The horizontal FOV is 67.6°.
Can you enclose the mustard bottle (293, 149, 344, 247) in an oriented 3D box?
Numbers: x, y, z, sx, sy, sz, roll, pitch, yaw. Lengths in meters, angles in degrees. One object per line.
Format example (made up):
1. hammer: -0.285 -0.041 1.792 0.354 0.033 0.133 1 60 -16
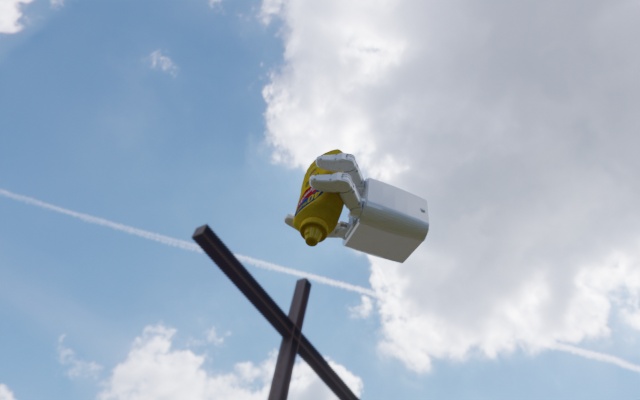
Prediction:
1. mustard bottle: 0.000 0.002 0.741 0.096 0.058 0.191 -39 23 30
